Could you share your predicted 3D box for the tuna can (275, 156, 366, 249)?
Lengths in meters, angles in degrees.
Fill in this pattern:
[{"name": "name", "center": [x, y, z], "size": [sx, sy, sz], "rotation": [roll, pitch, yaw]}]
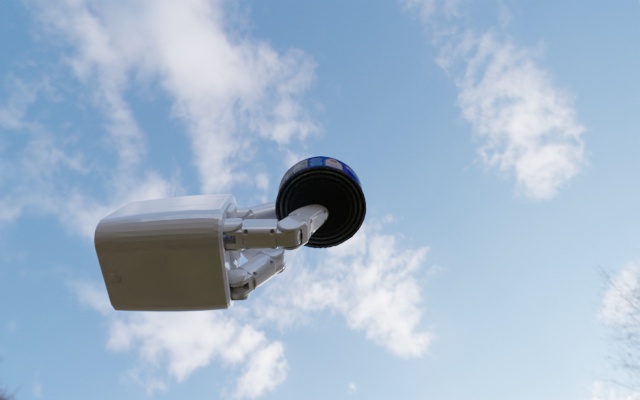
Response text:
[{"name": "tuna can", "center": [0.000, 0.001, 0.462], "size": [0.086, 0.086, 0.033], "rotation": [0, 25, -1]}]
